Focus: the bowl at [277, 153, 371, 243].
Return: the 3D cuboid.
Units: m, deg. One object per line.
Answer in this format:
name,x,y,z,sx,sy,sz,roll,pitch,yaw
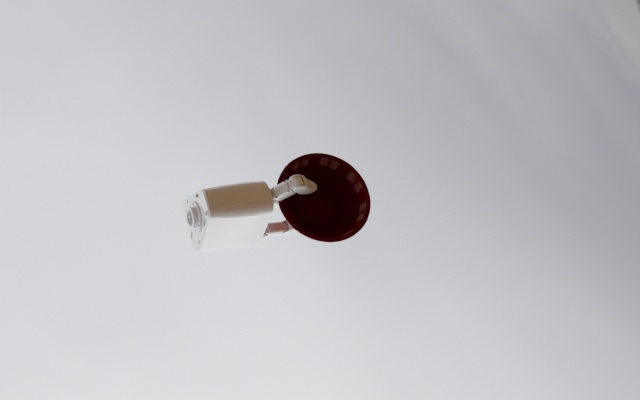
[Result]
bowl,0.001,0.003,0.804,0.162,0.162,0.055,0,-24,-17
